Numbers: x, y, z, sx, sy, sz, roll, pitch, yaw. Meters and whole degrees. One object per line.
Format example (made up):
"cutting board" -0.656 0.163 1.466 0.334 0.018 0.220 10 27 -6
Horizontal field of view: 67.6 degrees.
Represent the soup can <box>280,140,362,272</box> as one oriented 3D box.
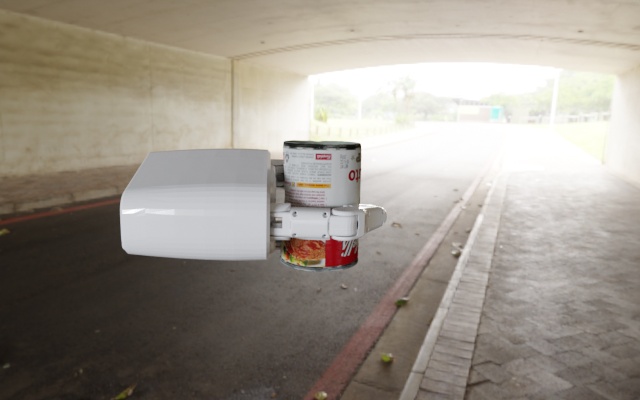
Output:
"soup can" 0.001 0.001 0.405 0.068 0.102 0.068 1 10 0
